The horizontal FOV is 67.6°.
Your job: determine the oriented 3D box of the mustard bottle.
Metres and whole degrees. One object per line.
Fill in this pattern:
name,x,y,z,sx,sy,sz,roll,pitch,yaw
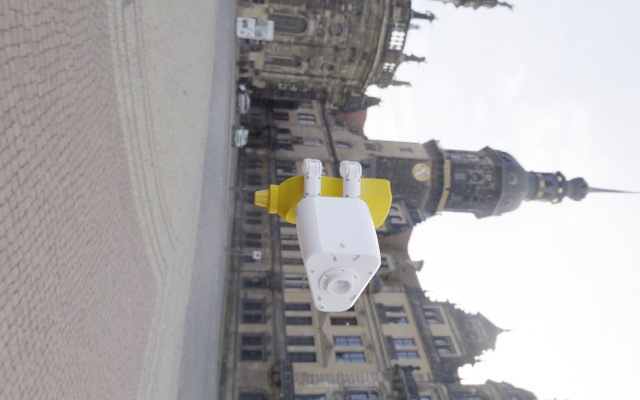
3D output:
mustard bottle,0.000,0.002,0.699,0.191,0.058,0.096,3,-30,-9
